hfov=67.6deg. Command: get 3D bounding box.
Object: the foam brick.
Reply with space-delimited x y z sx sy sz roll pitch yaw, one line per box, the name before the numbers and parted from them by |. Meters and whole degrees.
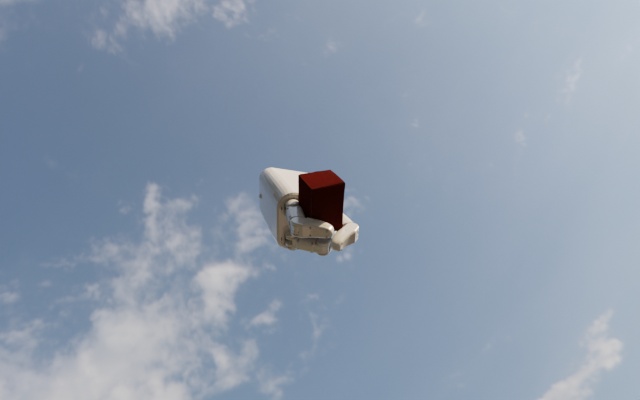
foam brick | 0.000 0.002 0.683 0.053 0.078 0.051 -10 32 -21
